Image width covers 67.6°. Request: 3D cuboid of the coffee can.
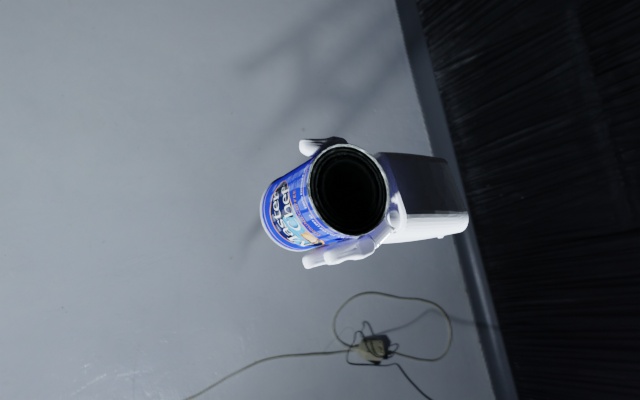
[{"bbox_3d":[0.000,0.002,0.568,0.103,0.102,0.140,0,-12,-28],"label":"coffee can"}]
